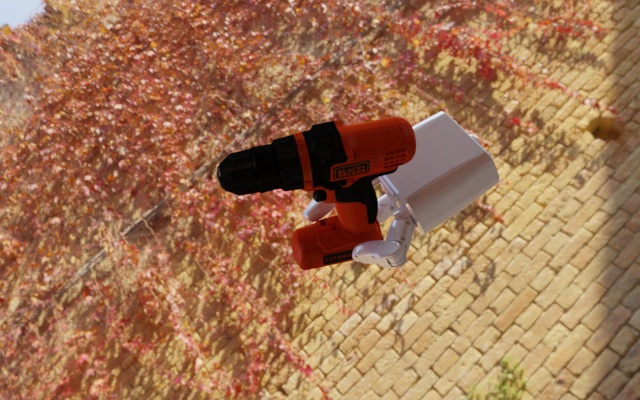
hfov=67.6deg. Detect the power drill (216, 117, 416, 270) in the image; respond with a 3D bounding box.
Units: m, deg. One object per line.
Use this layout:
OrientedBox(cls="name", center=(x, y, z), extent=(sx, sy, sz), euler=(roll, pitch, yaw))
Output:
OrientedBox(cls="power drill", center=(0.000, 0.002, 0.491), extent=(0.184, 0.057, 0.188), euler=(-11, -35, -5))
